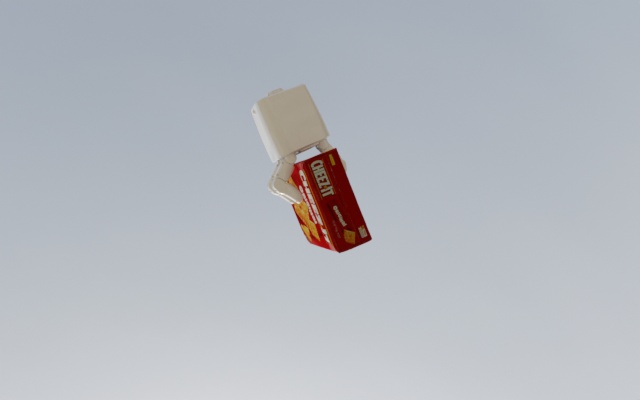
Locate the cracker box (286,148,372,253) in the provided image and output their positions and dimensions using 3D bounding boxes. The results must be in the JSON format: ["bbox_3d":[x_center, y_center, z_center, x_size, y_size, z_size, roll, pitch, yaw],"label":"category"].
[{"bbox_3d":[0.000,0.003,0.868,0.072,0.164,0.213,-23,5,-13],"label":"cracker box"}]
